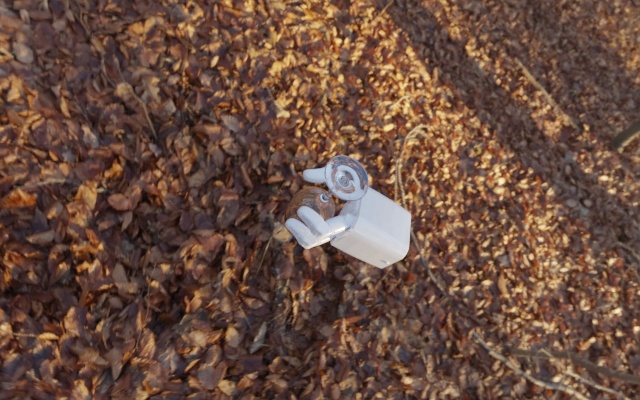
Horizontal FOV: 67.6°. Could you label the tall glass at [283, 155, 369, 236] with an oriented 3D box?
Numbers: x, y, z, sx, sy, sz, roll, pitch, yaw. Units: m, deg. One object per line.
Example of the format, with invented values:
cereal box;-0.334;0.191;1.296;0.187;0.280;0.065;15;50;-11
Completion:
tall glass;0.000;0.002;0.792;0.079;0.079;0.201;0;-21;-26
